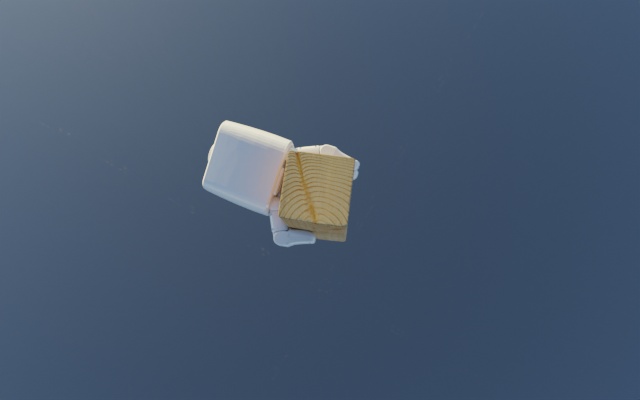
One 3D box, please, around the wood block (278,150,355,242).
[{"bbox_3d":[0.000,0.003,0.702,0.090,0.091,0.206,8,-9,4],"label":"wood block"}]
